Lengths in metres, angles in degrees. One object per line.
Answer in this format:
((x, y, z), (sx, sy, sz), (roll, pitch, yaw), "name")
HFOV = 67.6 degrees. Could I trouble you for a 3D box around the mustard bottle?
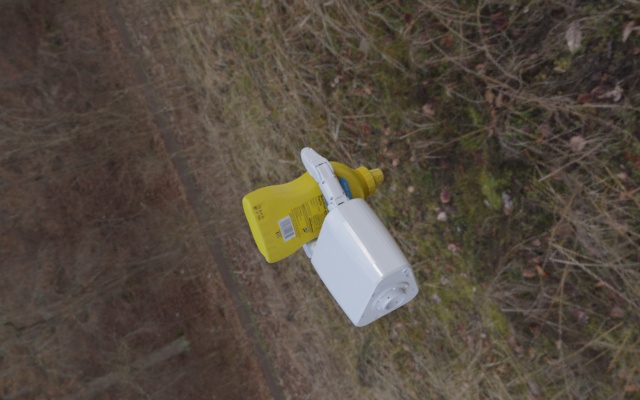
((0.000, 0.002, 0.630), (0.191, 0.096, 0.058), (-24, 31, -16), "mustard bottle")
